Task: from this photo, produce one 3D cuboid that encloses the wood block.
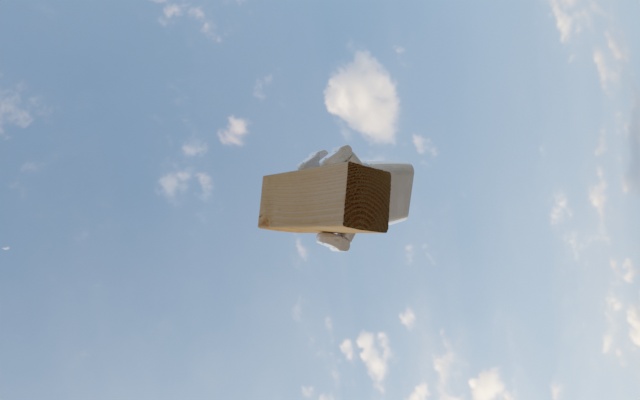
[{"bbox_3d":[0.000,0.003,0.734,0.090,0.091,0.206,11,-10,-39],"label":"wood block"}]
